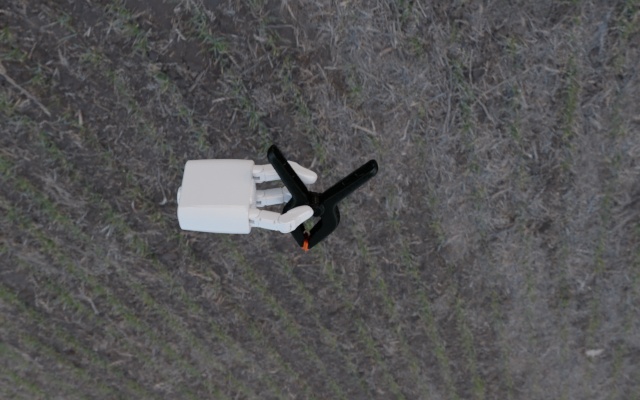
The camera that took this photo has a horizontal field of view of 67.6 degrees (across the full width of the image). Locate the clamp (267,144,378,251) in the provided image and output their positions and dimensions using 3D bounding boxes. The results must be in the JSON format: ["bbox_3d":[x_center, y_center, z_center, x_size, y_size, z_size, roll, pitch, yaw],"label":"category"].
[{"bbox_3d":[0.000,0.003,0.759,0.164,0.210,0.036,4,44,0],"label":"clamp"}]
